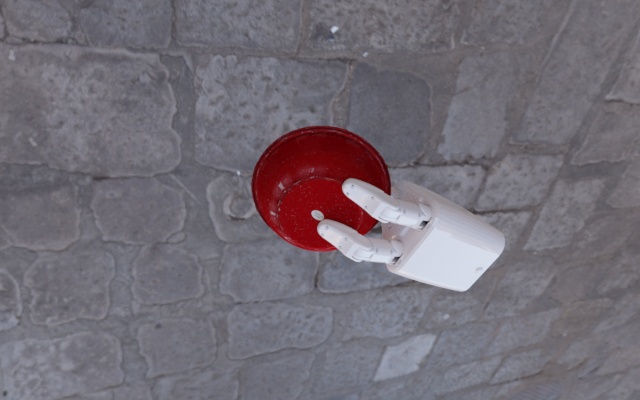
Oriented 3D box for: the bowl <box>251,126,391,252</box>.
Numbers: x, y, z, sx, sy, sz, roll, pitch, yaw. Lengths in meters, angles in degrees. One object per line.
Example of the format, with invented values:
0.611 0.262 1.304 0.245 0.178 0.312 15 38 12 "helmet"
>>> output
-0.001 0.002 0.531 0.162 0.162 0.055 0 31 2 "bowl"
